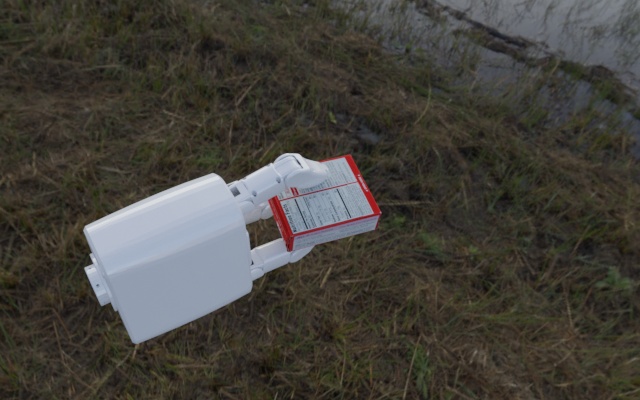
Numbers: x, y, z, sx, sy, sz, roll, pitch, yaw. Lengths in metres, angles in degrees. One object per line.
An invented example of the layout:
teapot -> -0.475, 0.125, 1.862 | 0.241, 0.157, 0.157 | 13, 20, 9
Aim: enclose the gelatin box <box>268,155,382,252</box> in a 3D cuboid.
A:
gelatin box -> 0.000, 0.001, 0.437 | 0.089, 0.073, 0.030 | -14, -34, -17
